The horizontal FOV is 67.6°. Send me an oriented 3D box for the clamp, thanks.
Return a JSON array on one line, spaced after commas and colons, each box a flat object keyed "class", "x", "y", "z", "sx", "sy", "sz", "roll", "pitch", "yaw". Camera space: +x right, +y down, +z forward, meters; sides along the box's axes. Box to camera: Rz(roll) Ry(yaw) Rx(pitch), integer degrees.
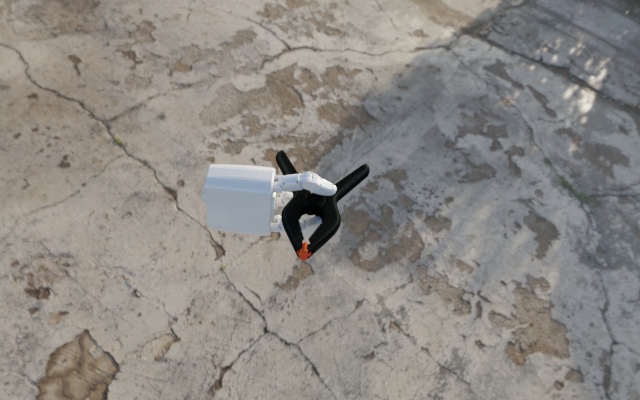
[{"class": "clamp", "x": 0.000, "y": 0.002, "z": 0.780, "sx": 0.164, "sy": 0.209, "sz": 0.036, "roll": 3, "pitch": -38, "yaw": -1}]
